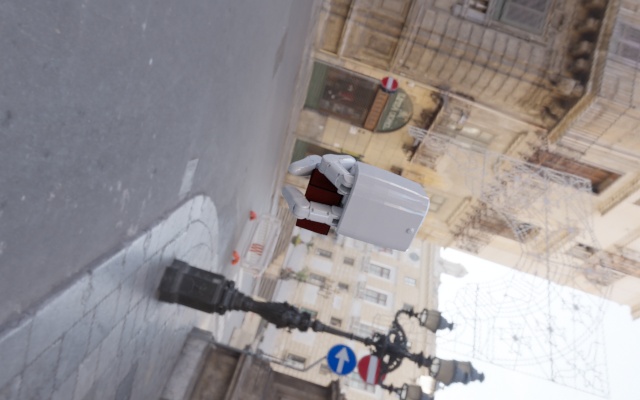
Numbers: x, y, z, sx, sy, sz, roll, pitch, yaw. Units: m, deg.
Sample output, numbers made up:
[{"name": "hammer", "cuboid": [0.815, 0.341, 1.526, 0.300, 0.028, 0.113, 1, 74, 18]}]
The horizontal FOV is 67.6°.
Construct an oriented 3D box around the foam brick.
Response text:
[{"name": "foam brick", "cuboid": [0.000, 0.002, 0.700, 0.051, 0.078, 0.053, 18, 33, -3]}]
